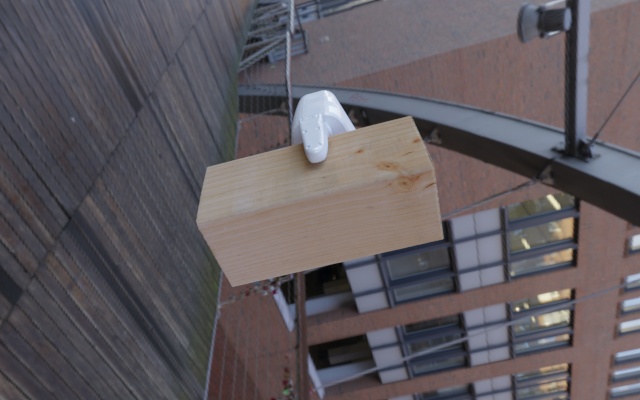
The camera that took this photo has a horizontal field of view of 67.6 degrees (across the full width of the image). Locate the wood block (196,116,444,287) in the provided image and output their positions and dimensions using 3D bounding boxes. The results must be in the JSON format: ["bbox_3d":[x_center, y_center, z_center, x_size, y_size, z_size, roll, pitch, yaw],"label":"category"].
[{"bbox_3d":[0.000,0.001,0.456,0.206,0.091,0.090,-14,38,6],"label":"wood block"}]
